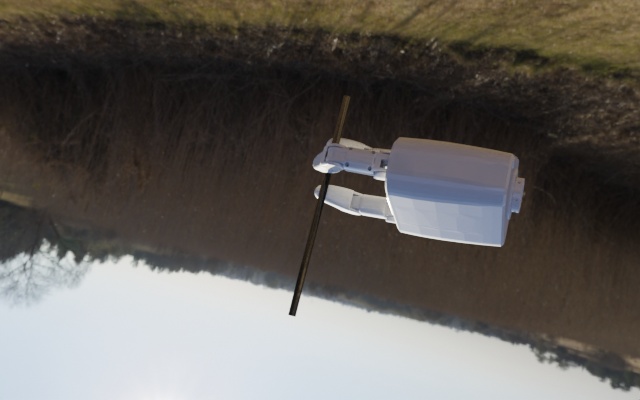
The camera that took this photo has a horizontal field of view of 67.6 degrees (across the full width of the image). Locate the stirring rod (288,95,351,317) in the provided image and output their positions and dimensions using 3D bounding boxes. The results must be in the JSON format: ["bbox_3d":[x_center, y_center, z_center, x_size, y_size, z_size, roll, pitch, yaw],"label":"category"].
[{"bbox_3d":[0.000,0.002,0.503,0.011,0.239,0.011,14,-9,2],"label":"stirring rod"}]
